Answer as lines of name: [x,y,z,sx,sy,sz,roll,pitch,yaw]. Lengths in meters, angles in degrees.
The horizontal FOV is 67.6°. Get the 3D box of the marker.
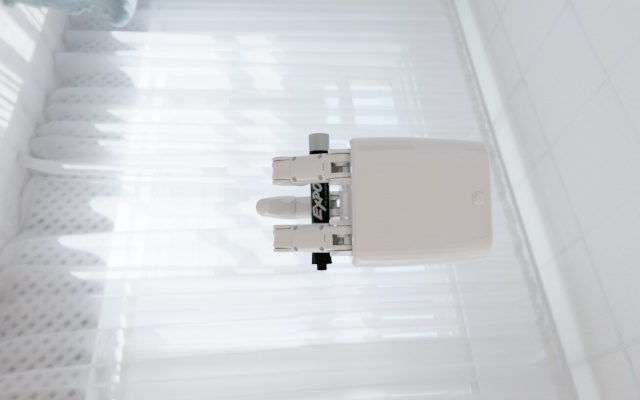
marker: [0.000,0.001,0.424,0.020,0.121,0.020,-1,-2,0]
